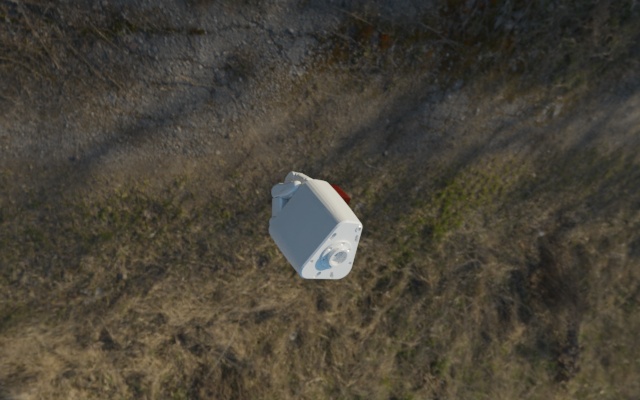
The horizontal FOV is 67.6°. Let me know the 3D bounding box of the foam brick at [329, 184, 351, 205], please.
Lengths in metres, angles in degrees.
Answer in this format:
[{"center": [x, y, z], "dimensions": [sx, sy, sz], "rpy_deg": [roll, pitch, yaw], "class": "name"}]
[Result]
[{"center": [0.000, 0.002, 0.789], "dimensions": [0.078, 0.053, 0.051], "rpy_deg": [8, 24, -38], "class": "foam brick"}]
